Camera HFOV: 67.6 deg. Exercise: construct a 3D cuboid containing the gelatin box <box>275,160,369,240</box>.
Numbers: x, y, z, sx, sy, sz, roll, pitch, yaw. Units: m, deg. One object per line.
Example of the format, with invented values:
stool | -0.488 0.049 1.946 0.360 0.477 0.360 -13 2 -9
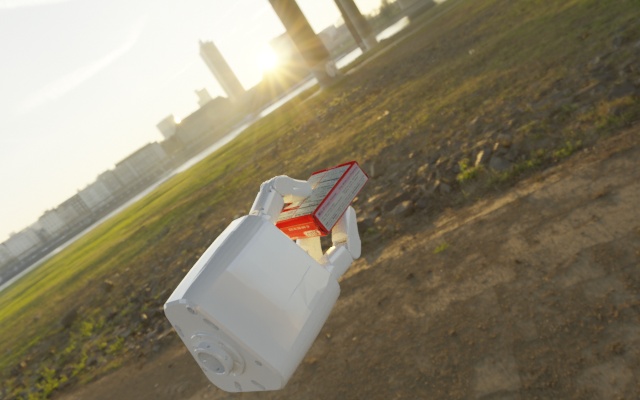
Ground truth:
gelatin box | 0.000 0.001 0.505 0.073 0.030 0.089 -13 33 51
